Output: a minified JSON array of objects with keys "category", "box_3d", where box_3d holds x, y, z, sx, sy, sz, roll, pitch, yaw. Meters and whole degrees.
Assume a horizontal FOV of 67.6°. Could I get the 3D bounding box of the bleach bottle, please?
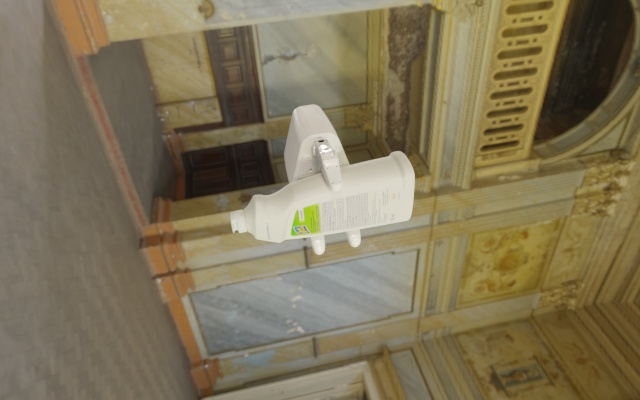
[{"category":"bleach bottle","box_3d":[0.000,0.002,0.665,0.251,0.103,0.068,-10,38,-8]}]
